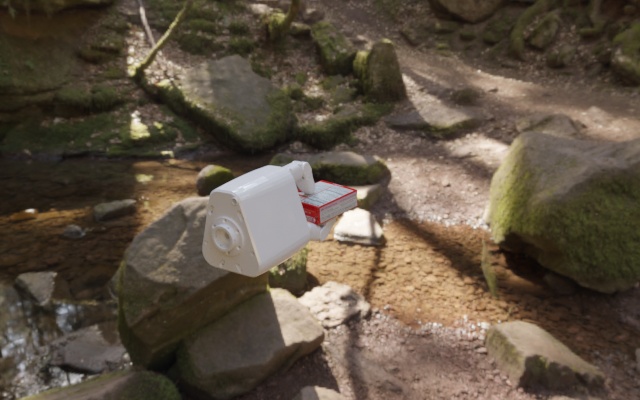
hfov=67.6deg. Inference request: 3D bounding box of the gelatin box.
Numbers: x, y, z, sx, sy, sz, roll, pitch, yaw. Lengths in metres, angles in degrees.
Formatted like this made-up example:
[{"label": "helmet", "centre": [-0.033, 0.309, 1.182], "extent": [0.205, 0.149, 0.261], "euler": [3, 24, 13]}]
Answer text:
[{"label": "gelatin box", "centre": [0.000, 0.002, 0.706], "extent": [0.073, 0.030, 0.089], "euler": [16, 30, 41]}]
